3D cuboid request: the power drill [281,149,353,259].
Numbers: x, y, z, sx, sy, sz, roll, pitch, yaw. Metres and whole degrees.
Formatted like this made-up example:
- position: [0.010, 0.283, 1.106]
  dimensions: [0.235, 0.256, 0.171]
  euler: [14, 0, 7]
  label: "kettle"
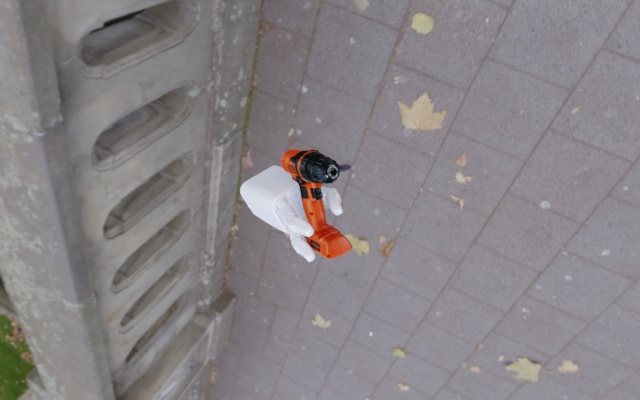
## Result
- position: [0.000, 0.003, 0.830]
  dimensions: [0.057, 0.188, 0.184]
  euler: [-20, 18, -18]
  label: "power drill"
